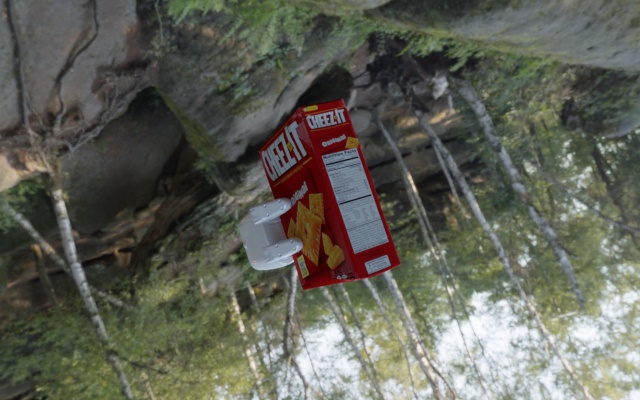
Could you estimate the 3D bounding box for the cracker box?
[{"bbox_3d":[0.000,0.002,0.620,0.072,0.213,0.164,-16,-6,-28],"label":"cracker box"}]
